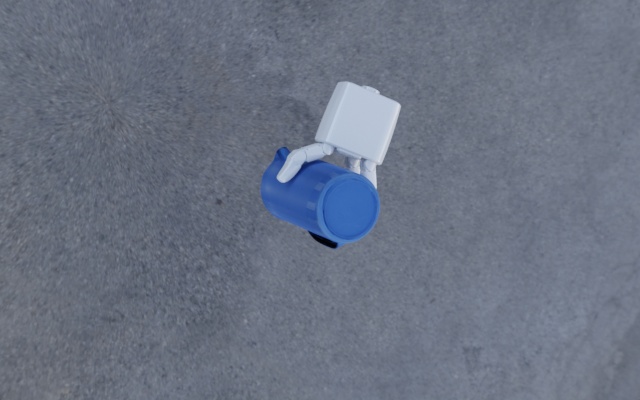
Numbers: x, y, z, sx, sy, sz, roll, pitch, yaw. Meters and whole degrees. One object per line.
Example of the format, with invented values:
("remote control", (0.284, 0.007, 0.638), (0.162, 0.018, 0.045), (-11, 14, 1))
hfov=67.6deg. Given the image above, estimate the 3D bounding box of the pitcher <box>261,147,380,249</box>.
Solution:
("pitcher", (0.000, 0.002, 0.812), (0.149, 0.145, 0.243), (22, 0, -26))
